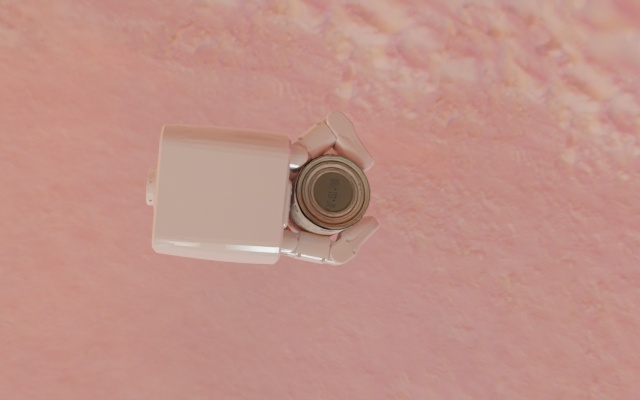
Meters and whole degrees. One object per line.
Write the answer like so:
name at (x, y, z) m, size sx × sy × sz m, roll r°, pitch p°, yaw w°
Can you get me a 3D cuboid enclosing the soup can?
soup can at (0.001, 0.002, 0.450) m, size 0.068 × 0.068 × 0.102 m, roll 0°, pitch -11°, yaw -13°
